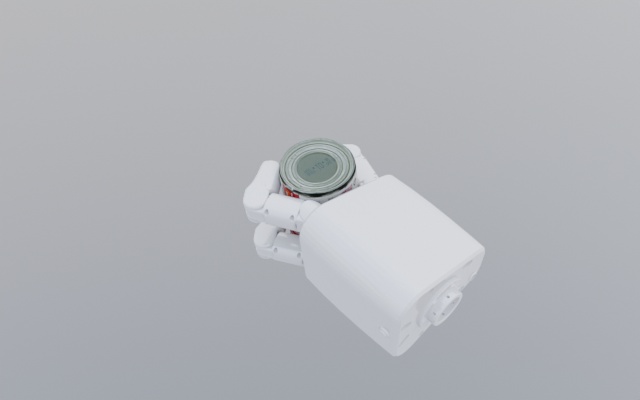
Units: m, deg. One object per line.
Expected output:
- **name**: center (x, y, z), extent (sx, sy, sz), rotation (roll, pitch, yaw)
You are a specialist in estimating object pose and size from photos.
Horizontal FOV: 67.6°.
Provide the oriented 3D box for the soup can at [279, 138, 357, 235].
- **soup can**: center (0.000, 0.001, 0.443), extent (0.068, 0.068, 0.102), rotation (0, -39, 5)
